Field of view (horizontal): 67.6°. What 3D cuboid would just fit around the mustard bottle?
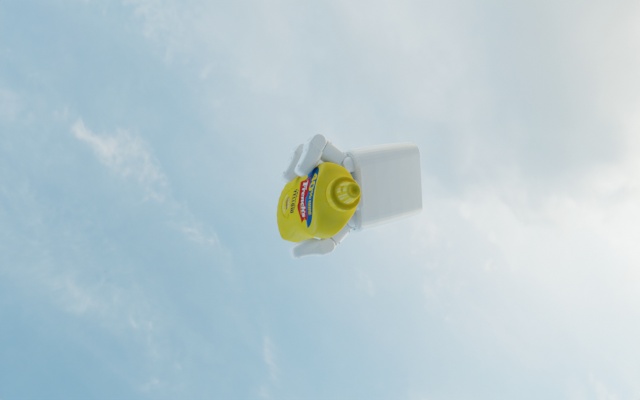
[{"bbox_3d":[0.000,0.002,0.620,0.058,0.096,0.191,15,-13,-22],"label":"mustard bottle"}]
